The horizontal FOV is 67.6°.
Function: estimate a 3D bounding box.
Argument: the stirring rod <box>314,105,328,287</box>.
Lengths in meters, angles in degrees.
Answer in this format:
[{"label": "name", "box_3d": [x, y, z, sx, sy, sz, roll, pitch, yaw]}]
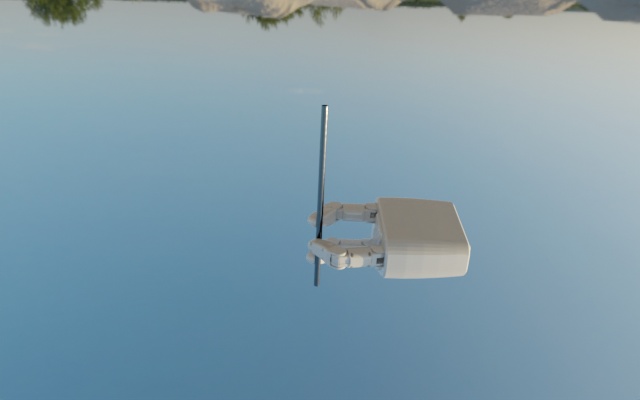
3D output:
[{"label": "stirring rod", "box_3d": [0.000, 0.002, 0.594, 0.011, 0.240, 0.011, 2, 22, -1]}]
